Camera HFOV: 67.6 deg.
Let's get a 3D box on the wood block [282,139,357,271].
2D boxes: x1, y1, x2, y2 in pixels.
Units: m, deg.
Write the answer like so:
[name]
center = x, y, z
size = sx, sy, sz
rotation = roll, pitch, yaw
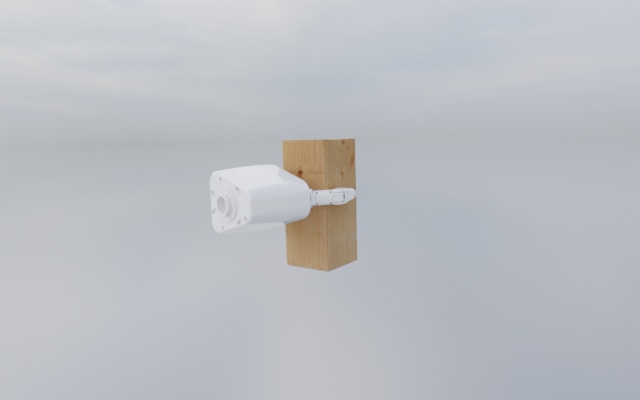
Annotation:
[wood block]
center = 0.000, 0.003, 0.791
size = 0.091, 0.206, 0.090
rotation = 4, 9, 36
